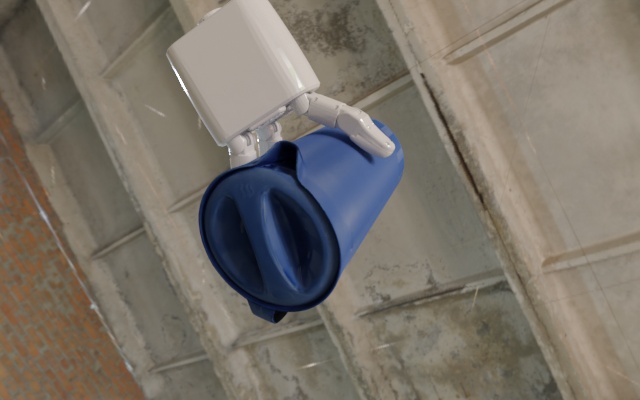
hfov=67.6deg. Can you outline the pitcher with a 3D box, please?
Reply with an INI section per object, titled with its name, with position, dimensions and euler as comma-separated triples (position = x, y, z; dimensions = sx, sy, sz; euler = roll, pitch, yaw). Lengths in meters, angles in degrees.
[pitcher]
position = 0.000, 0.001, 0.487
dimensions = 0.149, 0.145, 0.242
euler = -29, 7, 33
